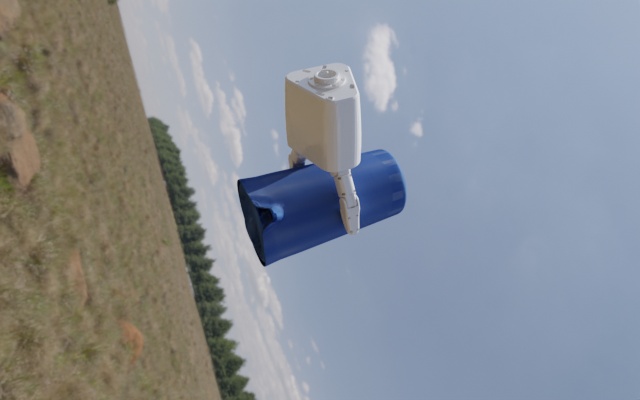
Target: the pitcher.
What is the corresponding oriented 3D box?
[{"bbox_3d":[0.000,0.002,0.738,0.243,0.145,0.149,-17,41,-16],"label":"pitcher"}]
